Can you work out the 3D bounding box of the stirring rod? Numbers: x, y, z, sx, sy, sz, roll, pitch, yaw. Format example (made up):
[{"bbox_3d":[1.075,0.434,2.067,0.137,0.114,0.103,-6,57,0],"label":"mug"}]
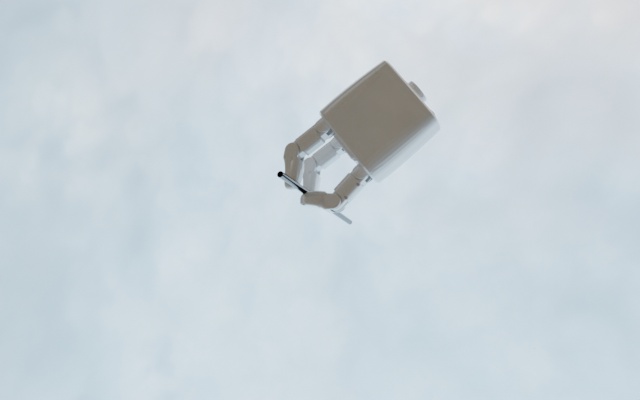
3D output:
[{"bbox_3d":[0.000,0.002,0.663,0.011,0.011,0.239,0,-16,24],"label":"stirring rod"}]
